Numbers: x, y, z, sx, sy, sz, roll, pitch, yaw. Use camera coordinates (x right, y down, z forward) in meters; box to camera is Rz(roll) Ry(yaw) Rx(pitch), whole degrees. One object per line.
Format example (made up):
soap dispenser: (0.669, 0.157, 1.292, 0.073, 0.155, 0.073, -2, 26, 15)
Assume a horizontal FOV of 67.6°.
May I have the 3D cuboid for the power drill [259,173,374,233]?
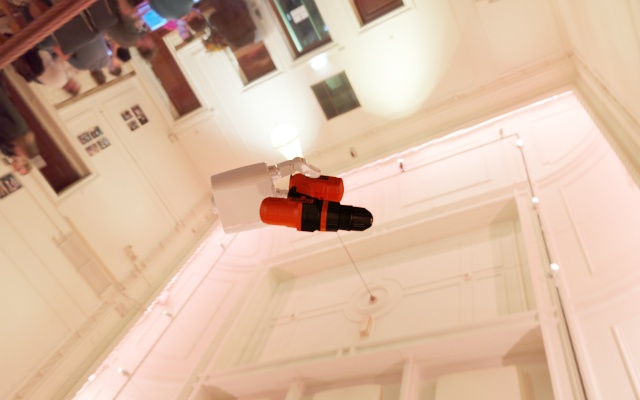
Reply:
power drill: (0.000, 0.003, 0.835, 0.184, 0.057, 0.187, 7, 16, 4)
